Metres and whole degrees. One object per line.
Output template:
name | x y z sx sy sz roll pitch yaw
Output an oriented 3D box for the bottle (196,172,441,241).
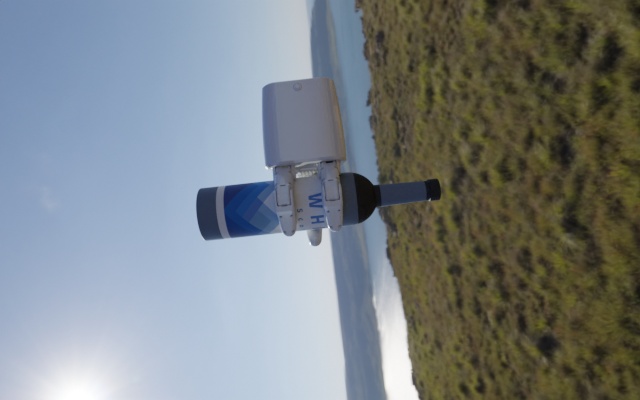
bottle | 0.000 0.002 0.595 0.296 0.069 0.069 -6 0 1
